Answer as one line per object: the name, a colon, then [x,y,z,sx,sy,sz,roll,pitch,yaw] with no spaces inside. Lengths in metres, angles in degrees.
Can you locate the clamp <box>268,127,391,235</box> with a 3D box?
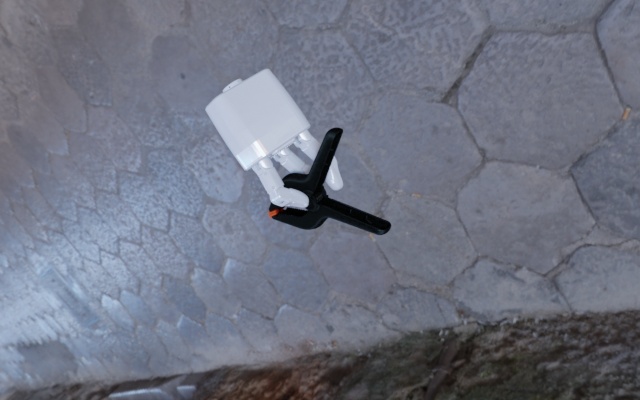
clamp: [-0.001,0.003,0.718,0.210,0.164,0.036,-27,7,45]
